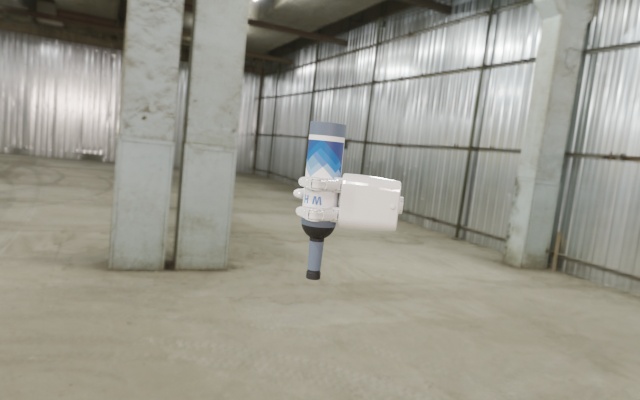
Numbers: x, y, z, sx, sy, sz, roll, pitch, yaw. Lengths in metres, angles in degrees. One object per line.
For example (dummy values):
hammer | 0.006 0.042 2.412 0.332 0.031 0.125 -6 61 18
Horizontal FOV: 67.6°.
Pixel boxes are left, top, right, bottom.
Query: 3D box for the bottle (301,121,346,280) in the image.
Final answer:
bottle | 0.000 0.003 0.897 0.069 0.296 0.069 6 6 -1
